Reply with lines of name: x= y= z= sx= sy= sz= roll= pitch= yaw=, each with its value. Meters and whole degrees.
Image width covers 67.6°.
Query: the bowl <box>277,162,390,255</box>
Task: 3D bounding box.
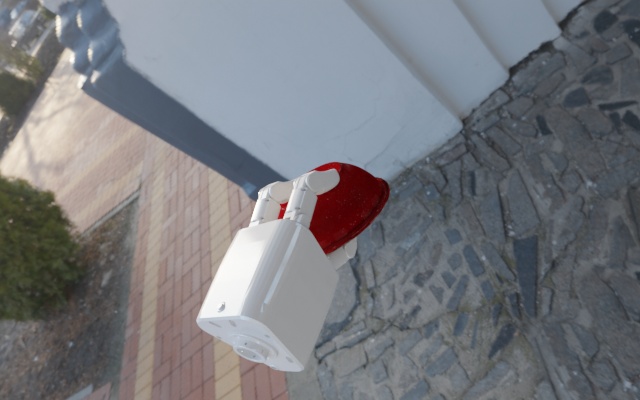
bowl: x=0.000 y=0.001 z=0.577 sx=0.162 sy=0.055 sz=0.162 roll=-30 pitch=20 yaw=12
